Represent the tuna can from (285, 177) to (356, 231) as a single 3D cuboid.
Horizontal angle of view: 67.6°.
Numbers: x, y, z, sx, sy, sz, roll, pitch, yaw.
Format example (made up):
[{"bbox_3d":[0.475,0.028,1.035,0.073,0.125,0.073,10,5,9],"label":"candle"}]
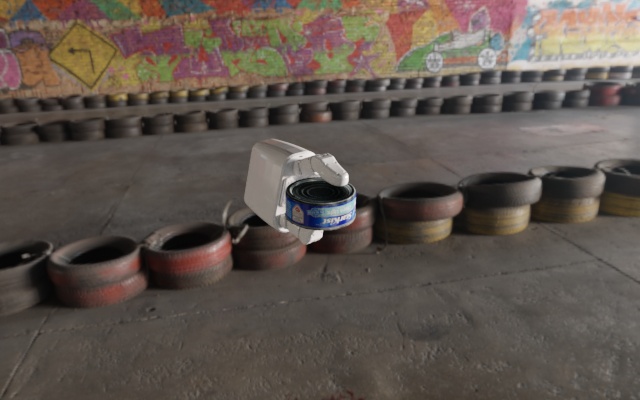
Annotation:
[{"bbox_3d":[0.000,0.001,0.572,0.086,0.034,0.086,1,24,0],"label":"tuna can"}]
